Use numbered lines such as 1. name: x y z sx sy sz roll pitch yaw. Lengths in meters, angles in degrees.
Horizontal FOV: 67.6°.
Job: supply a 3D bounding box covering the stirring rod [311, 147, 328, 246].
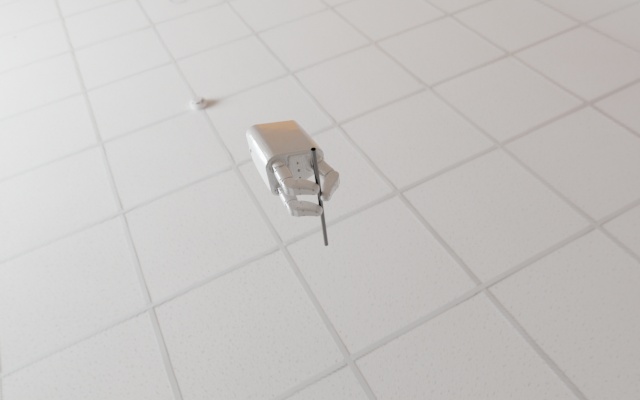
1. stirring rod: 0.000 0.003 0.806 0.011 0.011 0.240 0 -41 7
